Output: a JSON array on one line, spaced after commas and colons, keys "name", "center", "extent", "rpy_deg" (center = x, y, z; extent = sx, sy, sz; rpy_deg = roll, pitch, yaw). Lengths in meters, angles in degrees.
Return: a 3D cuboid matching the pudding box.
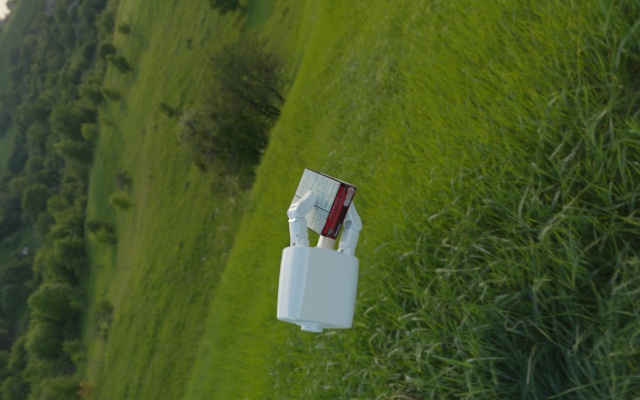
[{"name": "pudding box", "center": [0.000, 0.003, 0.771], "extent": [0.039, 0.090, 0.113], "rpy_deg": [20, 4, -38]}]
